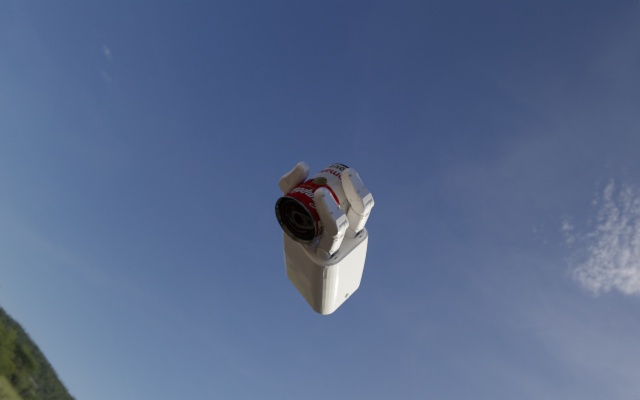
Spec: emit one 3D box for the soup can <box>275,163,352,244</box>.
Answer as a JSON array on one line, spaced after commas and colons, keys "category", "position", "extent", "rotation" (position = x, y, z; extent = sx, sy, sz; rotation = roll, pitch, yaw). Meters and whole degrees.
[{"category": "soup can", "position": [0.000, 0.001, 0.623], "extent": [0.068, 0.068, 0.102], "rotation": [0, 27, 46]}]
